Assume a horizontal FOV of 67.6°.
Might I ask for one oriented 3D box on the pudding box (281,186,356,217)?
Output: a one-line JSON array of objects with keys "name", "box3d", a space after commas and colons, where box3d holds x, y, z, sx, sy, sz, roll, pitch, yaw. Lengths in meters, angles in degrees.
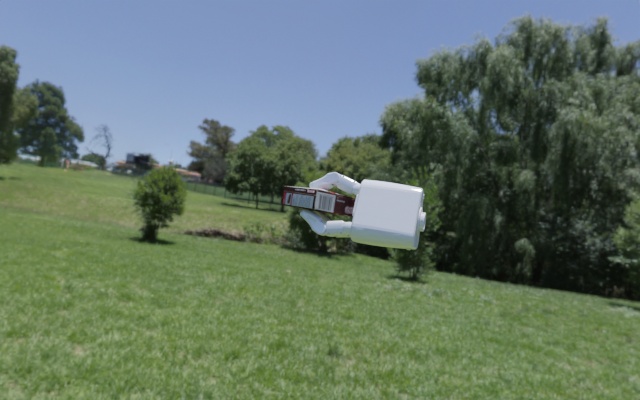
[{"name": "pudding box", "box3d": [0.000, 0.003, 0.866, 0.090, 0.039, 0.113, 6, -6, 45]}]
